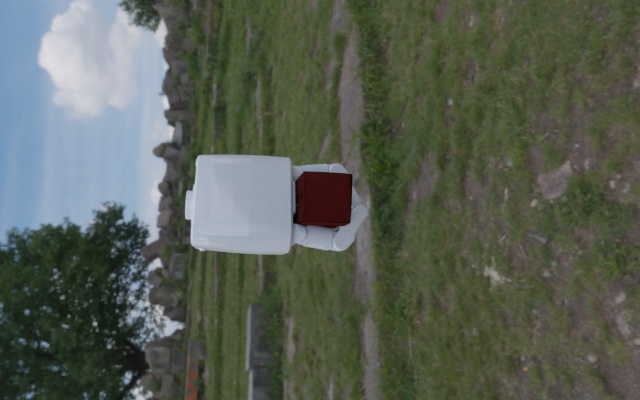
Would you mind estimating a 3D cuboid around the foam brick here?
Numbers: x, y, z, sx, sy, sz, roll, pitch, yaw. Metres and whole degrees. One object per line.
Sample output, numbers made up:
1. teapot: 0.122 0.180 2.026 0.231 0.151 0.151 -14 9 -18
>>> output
1. foam brick: 0.000 0.002 0.518 0.051 0.053 0.078 4 -9 -11
